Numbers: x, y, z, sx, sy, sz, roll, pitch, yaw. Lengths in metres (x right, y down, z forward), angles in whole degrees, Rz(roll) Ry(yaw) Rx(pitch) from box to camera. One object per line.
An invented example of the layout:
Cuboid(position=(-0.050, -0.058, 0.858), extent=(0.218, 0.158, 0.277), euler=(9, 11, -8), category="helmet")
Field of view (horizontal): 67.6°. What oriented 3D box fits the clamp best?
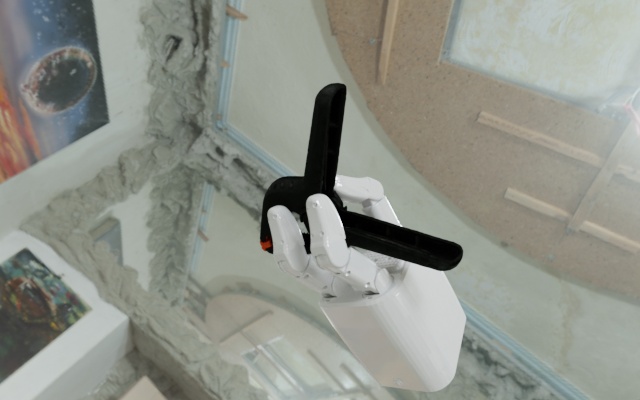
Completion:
Cuboid(position=(0.000, 0.001, 0.416), extent=(0.210, 0.164, 0.036), euler=(-18, 18, 49), category="clamp")
